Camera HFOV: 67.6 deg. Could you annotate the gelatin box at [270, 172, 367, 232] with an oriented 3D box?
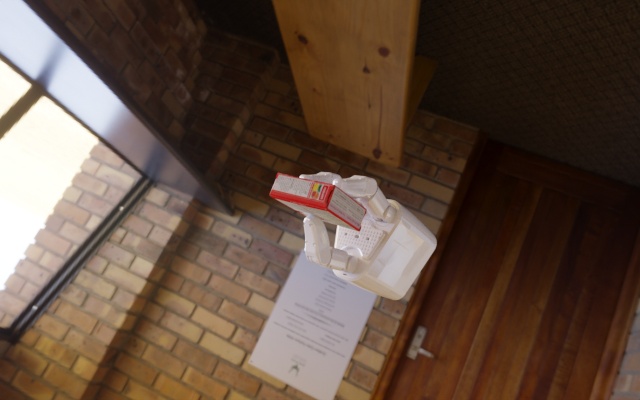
[{"bbox_3d":[0.000,0.002,0.520,0.073,0.030,0.089,14,-10,32],"label":"gelatin box"}]
